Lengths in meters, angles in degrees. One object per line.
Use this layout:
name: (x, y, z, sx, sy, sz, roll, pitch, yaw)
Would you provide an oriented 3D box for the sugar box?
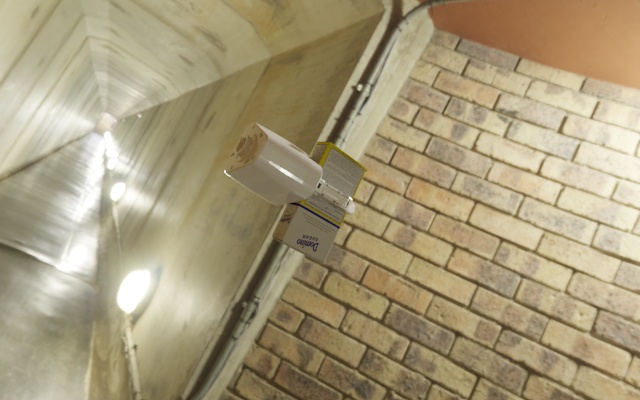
sugar box: (0.000, 0.002, 0.779, 0.093, 0.176, 0.048, 32, -9, -31)
